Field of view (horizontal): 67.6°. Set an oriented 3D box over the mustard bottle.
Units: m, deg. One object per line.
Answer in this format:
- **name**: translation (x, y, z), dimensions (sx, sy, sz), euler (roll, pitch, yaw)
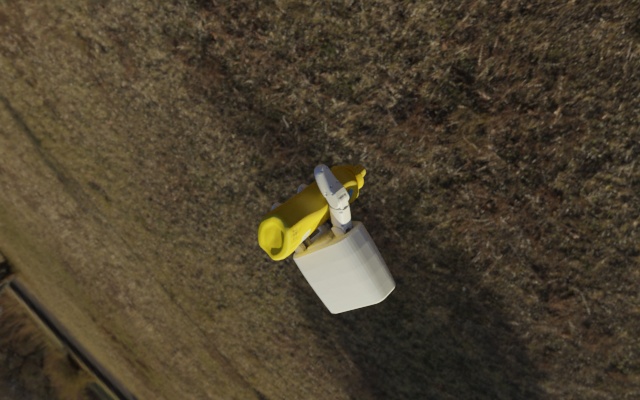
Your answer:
- **mustard bottle**: translation (0.000, 0.002, 0.672), dimensions (0.191, 0.058, 0.096), euler (-38, -14, -34)
